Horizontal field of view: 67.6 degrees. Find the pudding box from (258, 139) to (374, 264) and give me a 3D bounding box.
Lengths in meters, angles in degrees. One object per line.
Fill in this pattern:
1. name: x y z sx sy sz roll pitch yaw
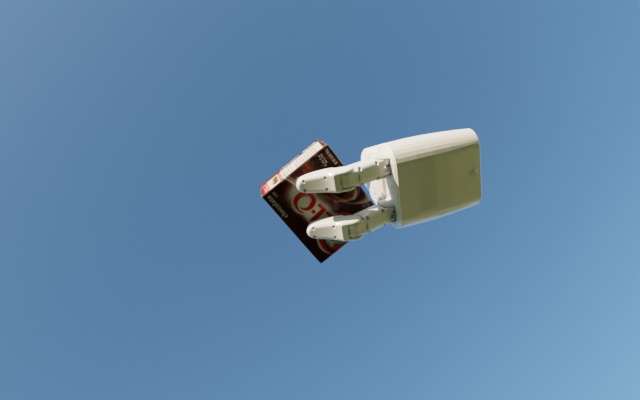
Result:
1. pudding box: 0.000 0.002 0.536 0.090 0.113 0.039 -39 23 1
